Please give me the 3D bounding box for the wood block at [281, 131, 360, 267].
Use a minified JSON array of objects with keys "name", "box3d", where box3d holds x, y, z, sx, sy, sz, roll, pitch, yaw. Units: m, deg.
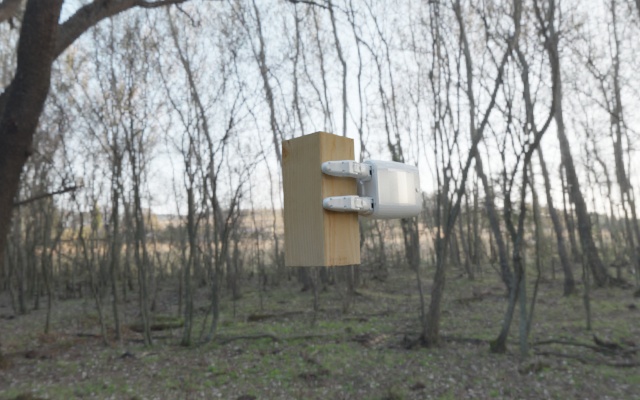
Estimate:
[{"name":"wood block","box3d":[0.000,0.002,0.777,0.091,0.206,0.090,-8,-8,43]}]
